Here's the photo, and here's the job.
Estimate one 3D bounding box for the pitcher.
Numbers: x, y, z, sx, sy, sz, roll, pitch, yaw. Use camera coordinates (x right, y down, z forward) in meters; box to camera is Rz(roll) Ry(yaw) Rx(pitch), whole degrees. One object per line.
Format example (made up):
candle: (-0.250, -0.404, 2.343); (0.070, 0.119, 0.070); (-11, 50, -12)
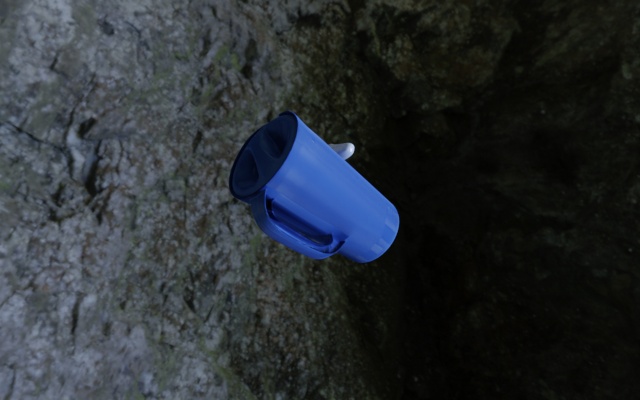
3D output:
pitcher: (0.000, 0.002, 0.675); (0.243, 0.149, 0.145); (35, -4, -33)
